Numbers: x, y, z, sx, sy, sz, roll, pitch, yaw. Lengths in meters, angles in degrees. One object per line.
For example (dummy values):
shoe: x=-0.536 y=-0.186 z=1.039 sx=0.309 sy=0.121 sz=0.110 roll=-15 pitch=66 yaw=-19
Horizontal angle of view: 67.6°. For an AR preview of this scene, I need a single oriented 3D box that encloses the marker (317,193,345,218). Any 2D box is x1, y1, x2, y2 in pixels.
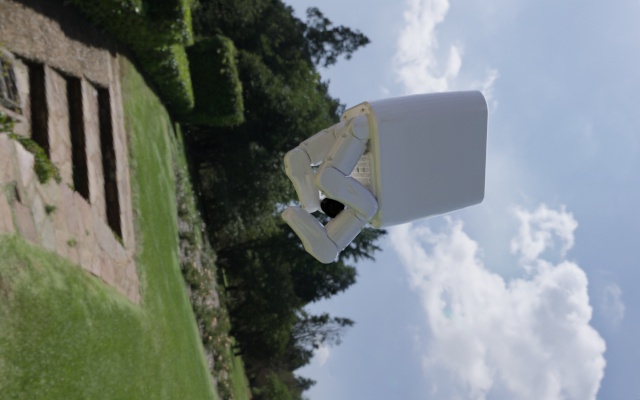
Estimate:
marker: x=0.000 y=0.002 z=0.472 sx=0.020 sy=0.020 sz=0.121 roll=0 pitch=5 yaw=-13
